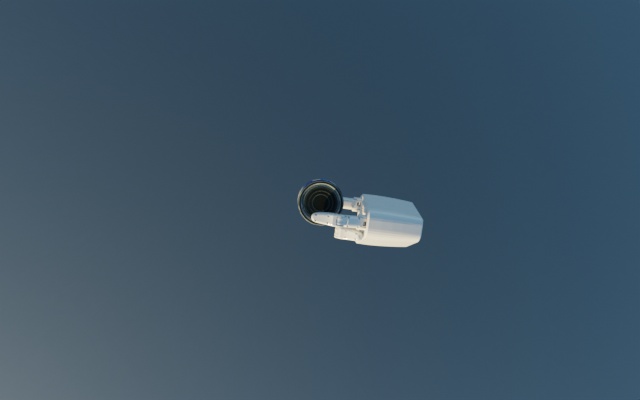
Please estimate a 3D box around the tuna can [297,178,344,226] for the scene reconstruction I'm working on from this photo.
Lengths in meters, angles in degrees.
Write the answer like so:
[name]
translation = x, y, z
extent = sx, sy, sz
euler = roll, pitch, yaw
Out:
[tuna can]
translation = 0.000, 0.003, 0.885
extent = 0.086, 0.086, 0.033
euler = 0, 7, -2
